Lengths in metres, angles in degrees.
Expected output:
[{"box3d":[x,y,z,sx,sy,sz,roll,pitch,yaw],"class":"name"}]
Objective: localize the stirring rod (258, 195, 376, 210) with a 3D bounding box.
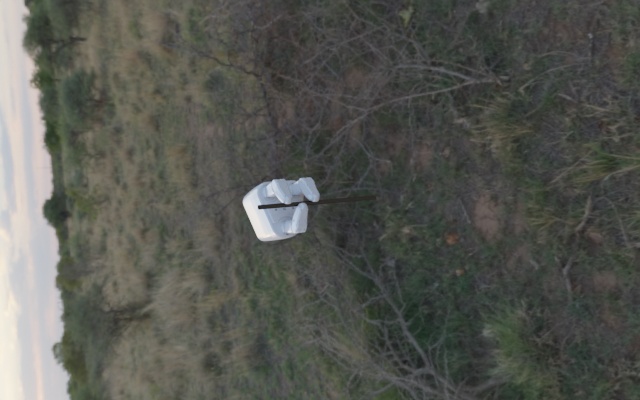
[{"box3d":[0.000,0.003,0.870,0.239,0.011,0.011,-5,2,-28],"class":"stirring rod"}]
